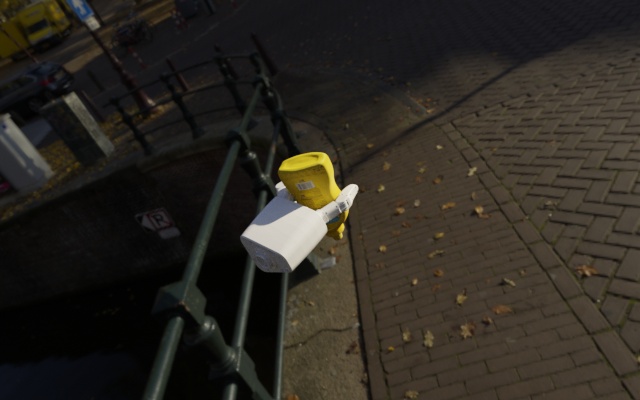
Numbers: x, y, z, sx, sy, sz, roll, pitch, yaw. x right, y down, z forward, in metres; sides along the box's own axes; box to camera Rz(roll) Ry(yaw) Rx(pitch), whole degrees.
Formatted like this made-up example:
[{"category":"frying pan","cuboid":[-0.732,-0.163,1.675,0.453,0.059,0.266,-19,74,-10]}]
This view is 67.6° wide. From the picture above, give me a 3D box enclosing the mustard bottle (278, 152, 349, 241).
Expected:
[{"category":"mustard bottle","cuboid":[0.000,0.003,0.899,0.096,0.192,0.058,-10,36,23]}]
